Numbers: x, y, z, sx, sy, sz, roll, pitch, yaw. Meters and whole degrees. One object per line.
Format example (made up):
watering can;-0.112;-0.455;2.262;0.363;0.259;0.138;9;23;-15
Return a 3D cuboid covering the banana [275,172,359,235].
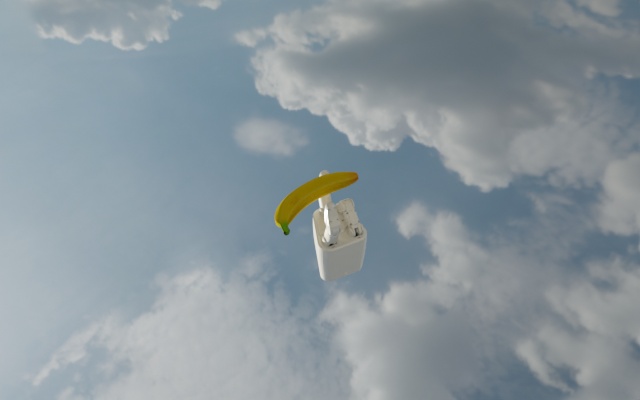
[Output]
banana;-0.016;-0.004;0.841;0.069;0.037;0.197;31;52;28
